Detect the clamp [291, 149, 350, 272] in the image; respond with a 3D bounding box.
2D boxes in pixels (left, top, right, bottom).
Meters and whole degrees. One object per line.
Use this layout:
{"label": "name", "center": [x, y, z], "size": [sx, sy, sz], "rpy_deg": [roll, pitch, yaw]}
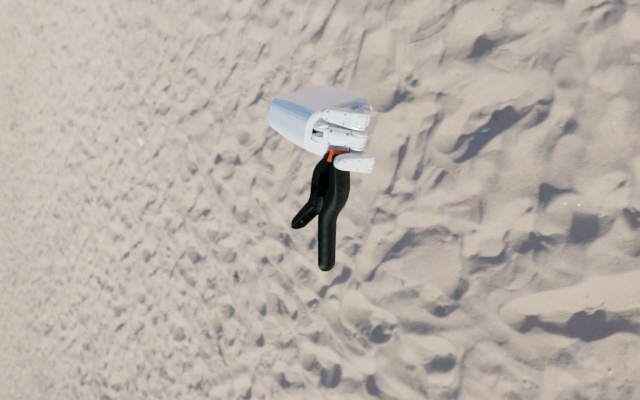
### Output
{"label": "clamp", "center": [0.000, 0.002, 0.688], "size": [0.039, 0.171, 0.120], "rpy_deg": [0, 23, -37]}
